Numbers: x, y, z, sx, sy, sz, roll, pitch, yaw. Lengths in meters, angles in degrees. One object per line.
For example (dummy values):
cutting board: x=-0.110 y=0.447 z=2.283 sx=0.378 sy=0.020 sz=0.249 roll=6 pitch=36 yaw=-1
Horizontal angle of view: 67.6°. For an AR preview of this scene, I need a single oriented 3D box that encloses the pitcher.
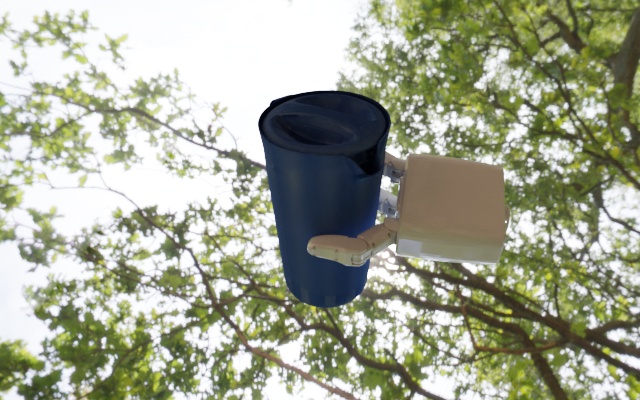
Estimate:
pitcher: x=0.000 y=0.002 z=0.554 sx=0.145 sy=0.243 sz=0.149 roll=6 pitch=39 yaw=8
